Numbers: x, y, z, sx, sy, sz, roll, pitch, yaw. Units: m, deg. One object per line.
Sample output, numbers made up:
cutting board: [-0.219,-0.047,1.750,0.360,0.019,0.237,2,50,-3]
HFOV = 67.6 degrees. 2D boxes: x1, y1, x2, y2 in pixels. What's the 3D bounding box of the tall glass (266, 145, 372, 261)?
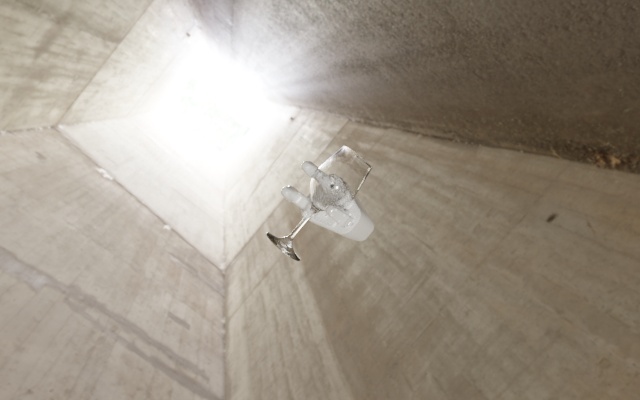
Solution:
tall glass: [0.000,0.003,0.806,0.079,0.201,0.079,40,4,-3]
